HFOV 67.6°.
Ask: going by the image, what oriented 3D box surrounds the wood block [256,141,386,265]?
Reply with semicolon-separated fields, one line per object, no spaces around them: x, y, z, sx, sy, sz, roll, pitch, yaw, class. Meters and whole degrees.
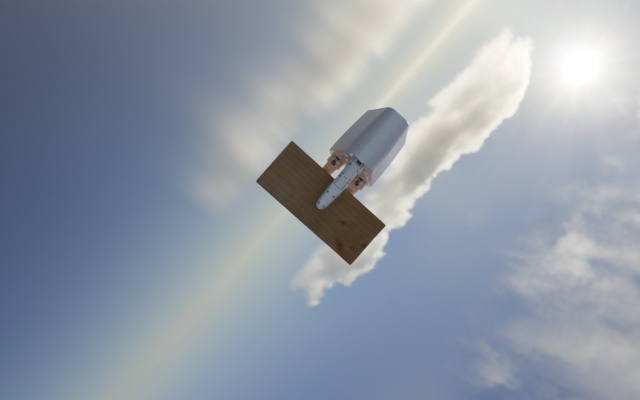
0.000;0.002;0.811;0.206;0.090;0.091;42;2;-2;wood block
